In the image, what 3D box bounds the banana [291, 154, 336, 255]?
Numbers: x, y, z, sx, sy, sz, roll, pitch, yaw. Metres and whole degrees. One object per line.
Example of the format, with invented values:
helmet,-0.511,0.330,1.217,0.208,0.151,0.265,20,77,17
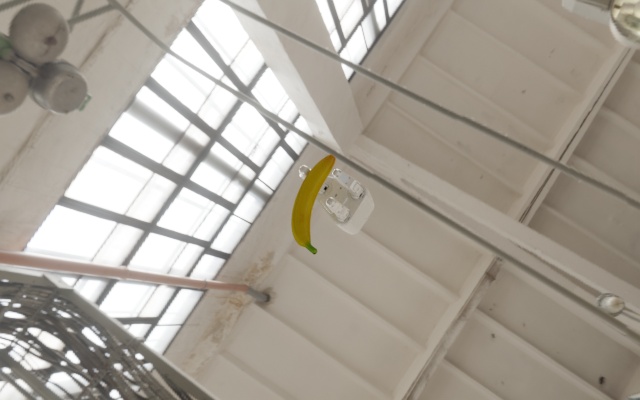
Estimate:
banana,-0.018,0.005,0.904,0.069,0.197,0.037,4,-17,21
